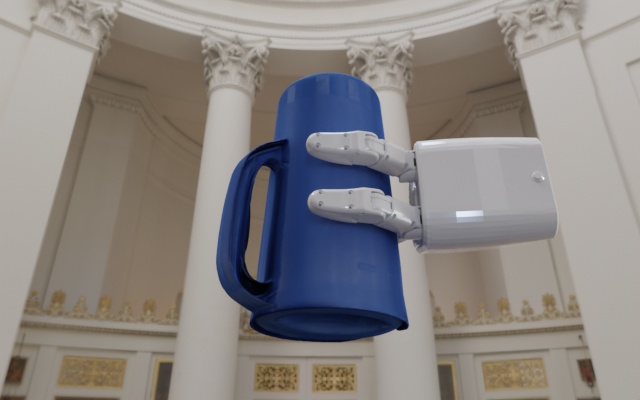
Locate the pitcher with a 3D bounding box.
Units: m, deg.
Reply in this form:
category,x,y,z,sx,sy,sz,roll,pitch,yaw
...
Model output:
category,x,y,z,sx,sy,sz,roll,pitch,yaw
pitcher,0.000,0.001,0.443,0.145,0.242,0.149,-3,-27,7
